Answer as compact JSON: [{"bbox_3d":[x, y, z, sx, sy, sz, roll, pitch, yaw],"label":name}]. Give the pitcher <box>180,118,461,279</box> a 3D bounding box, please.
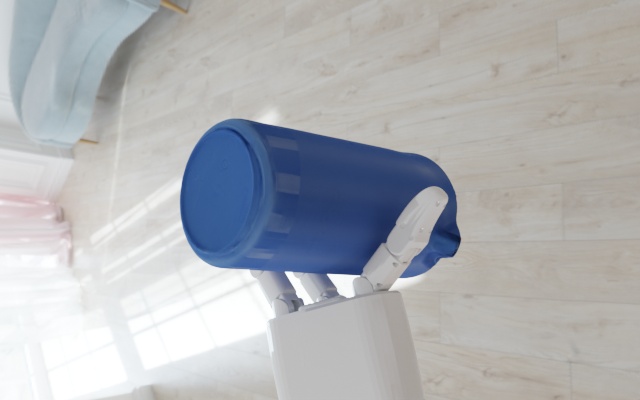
[{"bbox_3d":[0.000,0.002,0.428,0.149,0.145,0.243,-27,-23,37],"label":"pitcher"}]
